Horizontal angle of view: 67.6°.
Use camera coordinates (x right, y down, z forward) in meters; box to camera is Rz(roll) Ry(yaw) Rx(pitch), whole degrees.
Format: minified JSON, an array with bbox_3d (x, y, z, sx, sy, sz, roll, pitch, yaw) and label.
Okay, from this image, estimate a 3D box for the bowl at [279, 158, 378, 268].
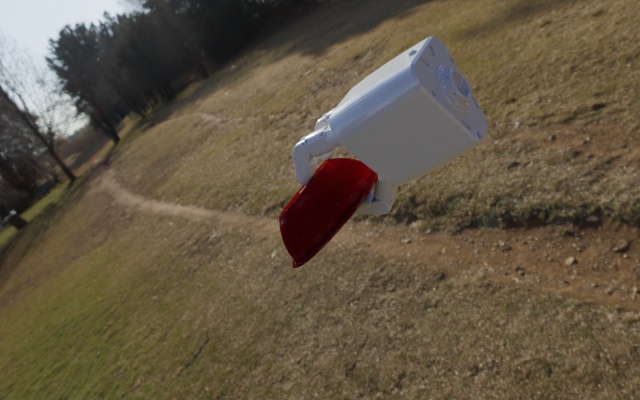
[{"bbox_3d":[-0.001,0.002,0.573,0.055,0.162,0.162,40,-5,-5],"label":"bowl"}]
